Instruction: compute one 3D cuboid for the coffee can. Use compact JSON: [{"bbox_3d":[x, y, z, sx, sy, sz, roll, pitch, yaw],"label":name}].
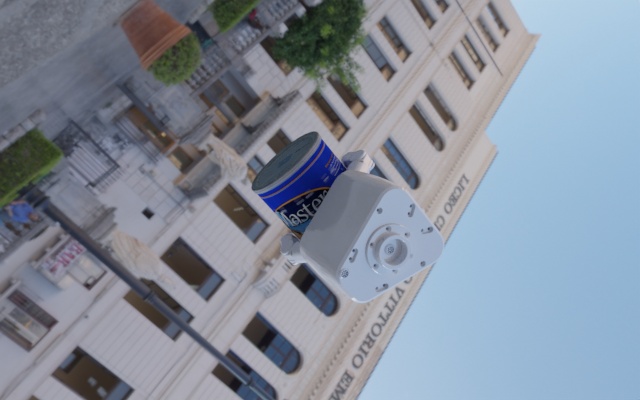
[{"bbox_3d":[0.000,0.002,0.582,0.103,0.140,0.102,-35,20,15],"label":"coffee can"}]
